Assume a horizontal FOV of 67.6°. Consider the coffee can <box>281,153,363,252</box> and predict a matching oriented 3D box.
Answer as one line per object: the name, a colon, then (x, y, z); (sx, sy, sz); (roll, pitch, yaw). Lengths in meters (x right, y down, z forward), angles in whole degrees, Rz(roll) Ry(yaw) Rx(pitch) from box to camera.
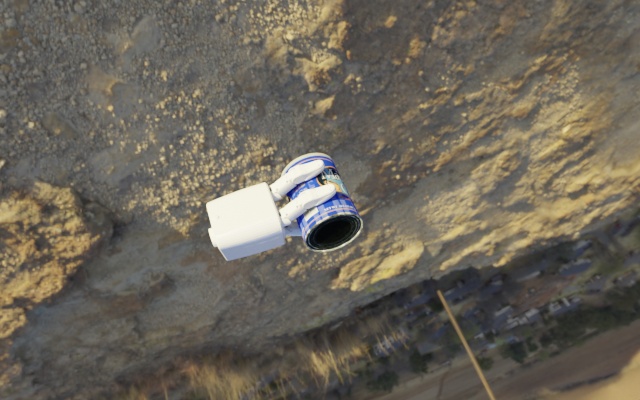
coffee can: (0.000, 0.003, 0.823); (0.103, 0.140, 0.103); (-16, -36, -12)
